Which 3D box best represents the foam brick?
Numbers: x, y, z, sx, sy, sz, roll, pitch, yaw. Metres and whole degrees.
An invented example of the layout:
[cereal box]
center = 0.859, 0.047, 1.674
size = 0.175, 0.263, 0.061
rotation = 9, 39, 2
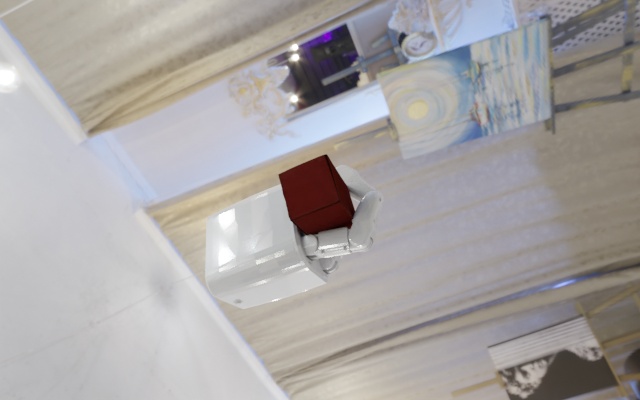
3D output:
[foam brick]
center = 0.000, 0.001, 0.467
size = 0.051, 0.053, 0.078
rotation = -20, -27, 10
